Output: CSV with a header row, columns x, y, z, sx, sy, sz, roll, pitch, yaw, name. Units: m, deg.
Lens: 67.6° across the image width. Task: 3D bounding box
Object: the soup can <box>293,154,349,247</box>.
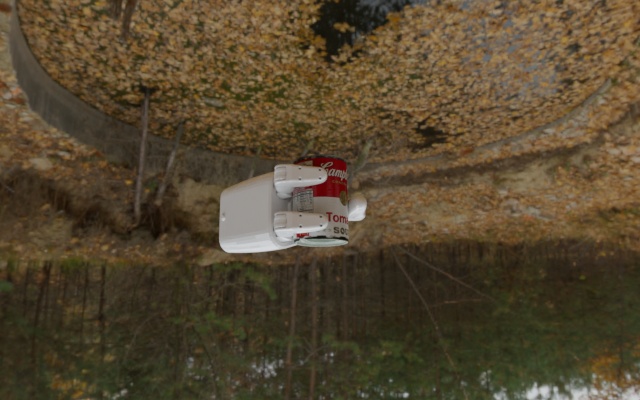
x,y,z,sx,sy,sz,roll,pitch,yaw,name
0.001,0.002,0.586,0.068,0.102,0.068,-1,-13,0,soup can
